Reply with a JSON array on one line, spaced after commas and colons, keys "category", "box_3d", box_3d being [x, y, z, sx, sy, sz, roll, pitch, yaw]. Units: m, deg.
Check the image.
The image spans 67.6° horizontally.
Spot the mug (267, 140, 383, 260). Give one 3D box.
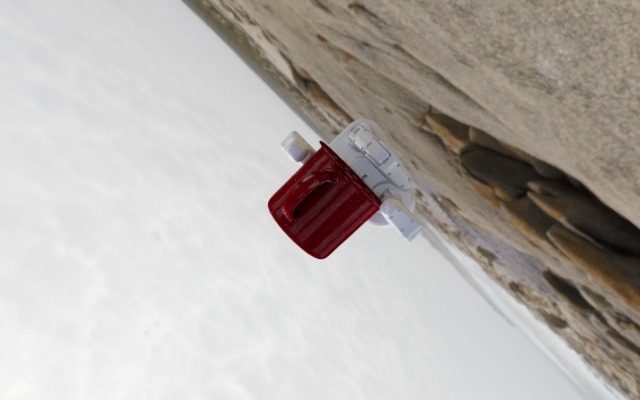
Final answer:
[{"category": "mug", "box_3d": [0.000, 0.002, 0.451, 0.081, 0.093, 0.117, -44, -16, 8]}]
